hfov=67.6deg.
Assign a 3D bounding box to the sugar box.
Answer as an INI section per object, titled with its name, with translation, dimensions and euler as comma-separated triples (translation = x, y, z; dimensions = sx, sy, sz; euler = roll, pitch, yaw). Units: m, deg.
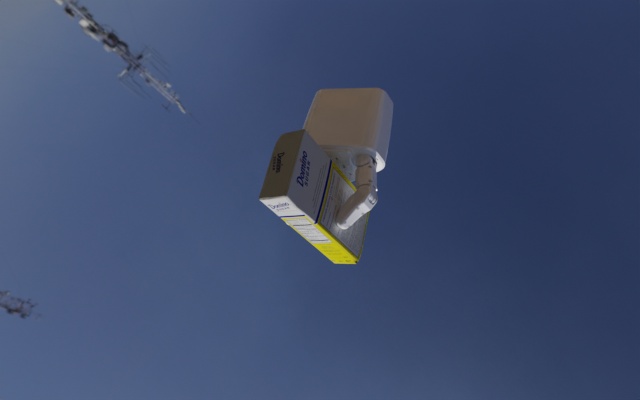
[sugar box]
translation = 0.000, 0.002, 0.594
dimensions = 0.048, 0.093, 0.176
euler = -7, -35, 34
